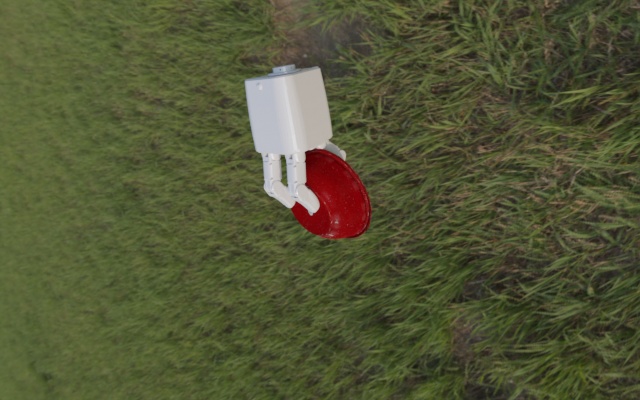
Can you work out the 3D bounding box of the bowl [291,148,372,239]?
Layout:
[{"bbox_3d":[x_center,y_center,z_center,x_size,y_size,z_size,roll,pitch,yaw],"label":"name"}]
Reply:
[{"bbox_3d":[0.000,0.004,0.748,0.055,0.162,0.162,-36,22,-35],"label":"bowl"}]
